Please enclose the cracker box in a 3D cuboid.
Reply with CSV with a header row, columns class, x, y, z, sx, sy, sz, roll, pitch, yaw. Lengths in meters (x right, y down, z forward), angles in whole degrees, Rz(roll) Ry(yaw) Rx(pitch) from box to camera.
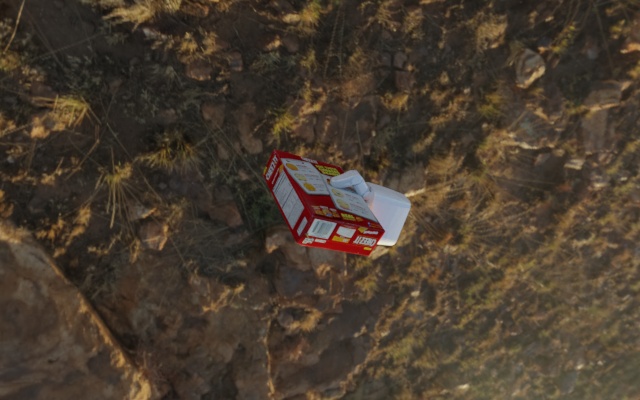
class,x,y,z,sx,sy,sz,roll,pitch,yaw
cracker box,0.000,0.003,0.896,0.164,0.072,0.213,13,29,-34
